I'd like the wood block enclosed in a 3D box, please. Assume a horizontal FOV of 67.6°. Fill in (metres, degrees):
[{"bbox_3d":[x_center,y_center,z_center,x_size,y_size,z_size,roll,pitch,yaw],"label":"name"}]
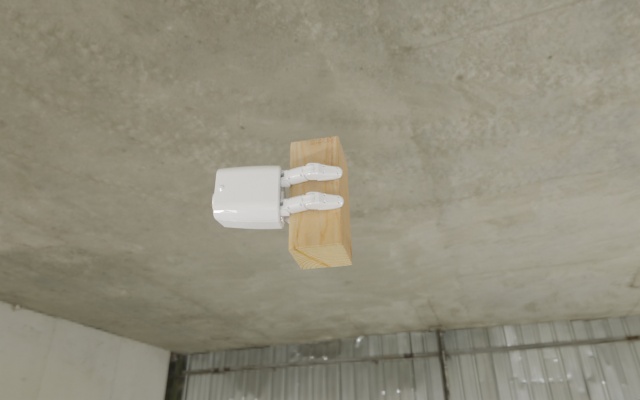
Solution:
[{"bbox_3d":[0.000,0.003,0.820,0.090,0.206,0.091,-7,-30,10],"label":"wood block"}]
